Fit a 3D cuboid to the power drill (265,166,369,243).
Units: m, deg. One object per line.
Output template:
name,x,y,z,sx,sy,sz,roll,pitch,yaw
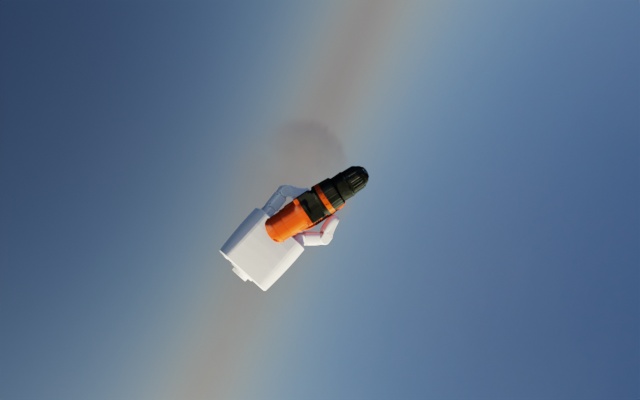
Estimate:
power drill,0.000,0.003,0.819,0.184,0.057,0.187,-31,-4,4
